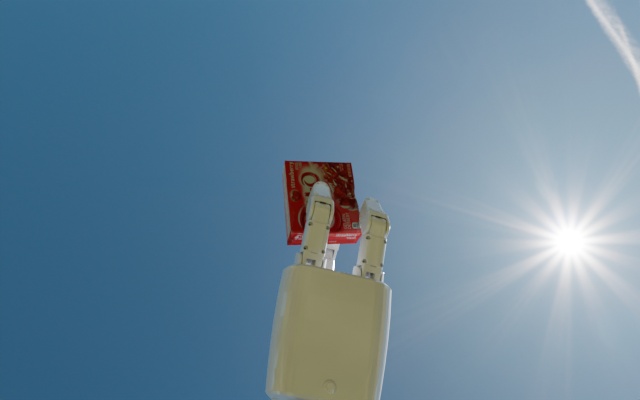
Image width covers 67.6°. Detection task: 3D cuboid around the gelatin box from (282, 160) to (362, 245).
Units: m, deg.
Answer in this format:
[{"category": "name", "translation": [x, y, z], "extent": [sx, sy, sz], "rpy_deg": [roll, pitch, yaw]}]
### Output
[{"category": "gelatin box", "translation": [0.000, 0.002, 0.494], "extent": [0.073, 0.089, 0.030], "rpy_deg": [1, -32, -12]}]
